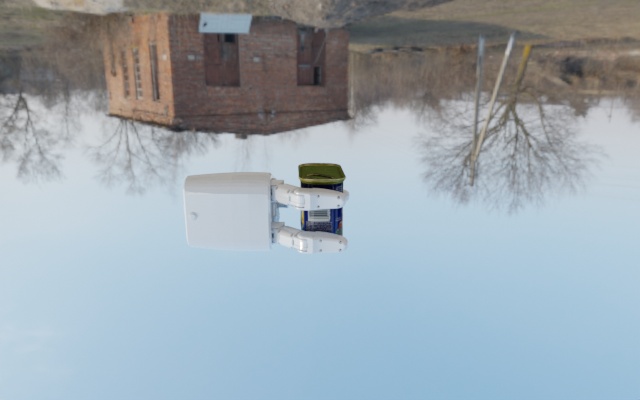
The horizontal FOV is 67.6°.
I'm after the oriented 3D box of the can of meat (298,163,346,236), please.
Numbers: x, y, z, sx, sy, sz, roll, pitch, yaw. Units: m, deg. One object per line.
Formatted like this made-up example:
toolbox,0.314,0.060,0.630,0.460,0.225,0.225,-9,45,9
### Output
can of meat,0.000,0.002,0.614,0.057,0.084,0.102,0,15,-3
